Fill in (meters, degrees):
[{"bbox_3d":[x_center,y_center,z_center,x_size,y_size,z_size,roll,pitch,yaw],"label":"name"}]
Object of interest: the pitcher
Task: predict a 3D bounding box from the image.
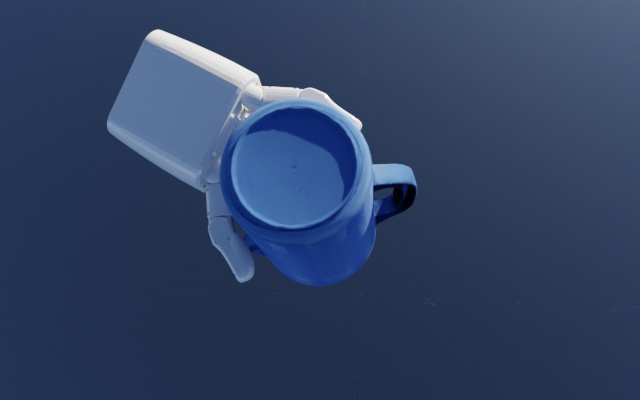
[{"bbox_3d":[0.000,0.001,0.441,0.145,0.149,0.243,31,-9,10],"label":"pitcher"}]
